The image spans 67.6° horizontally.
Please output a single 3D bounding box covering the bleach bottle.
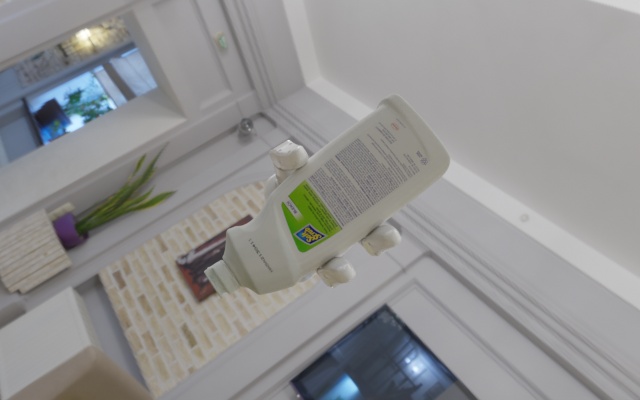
[{"bbox_3d":[0.000,0.002,0.457,0.251,0.102,0.068,-34,-15,-16],"label":"bleach bottle"}]
